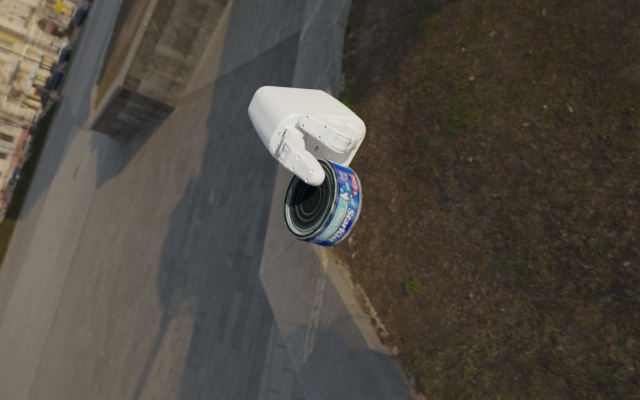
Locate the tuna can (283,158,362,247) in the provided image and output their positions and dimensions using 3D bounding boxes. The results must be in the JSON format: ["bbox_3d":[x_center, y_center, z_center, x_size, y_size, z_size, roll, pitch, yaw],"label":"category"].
[{"bbox_3d":[0.000,0.001,0.479,0.034,0.086,0.086,17,-11,-37],"label":"tuna can"}]
